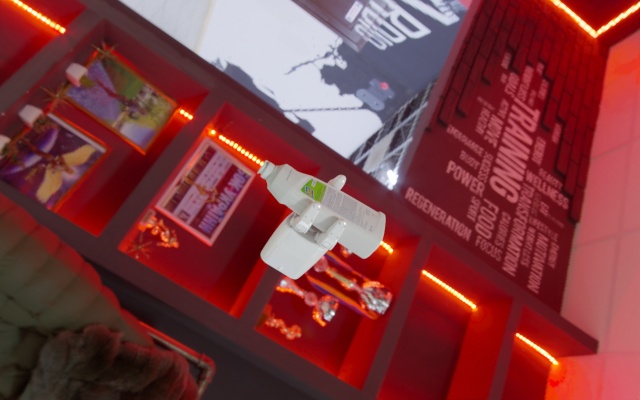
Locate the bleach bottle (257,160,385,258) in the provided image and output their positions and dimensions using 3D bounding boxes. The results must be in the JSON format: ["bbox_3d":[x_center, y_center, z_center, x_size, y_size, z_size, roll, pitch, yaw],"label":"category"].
[{"bbox_3d":[0.000,0.003,0.877,0.251,0.068,0.102,33,34,-11],"label":"bleach bottle"}]
